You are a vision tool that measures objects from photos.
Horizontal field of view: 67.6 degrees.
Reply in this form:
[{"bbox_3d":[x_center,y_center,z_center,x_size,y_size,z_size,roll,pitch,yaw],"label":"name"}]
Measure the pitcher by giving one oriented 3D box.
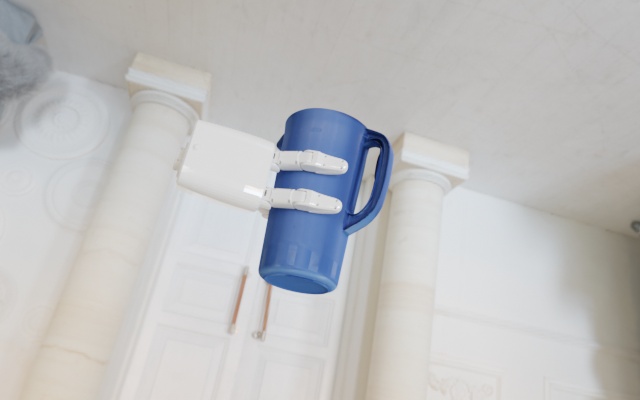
[{"bbox_3d":[0.000,0.002,0.670,0.145,0.242,0.149,19,-24,-17],"label":"pitcher"}]
